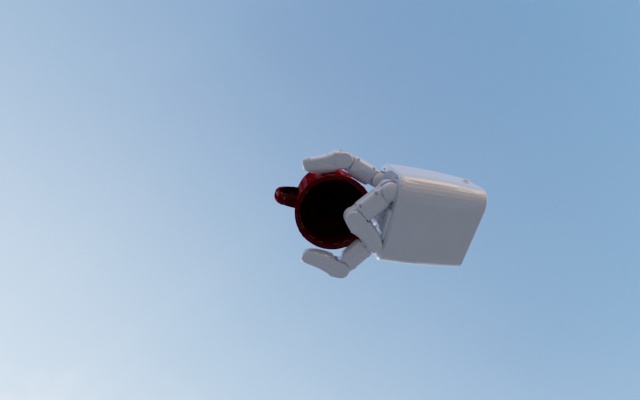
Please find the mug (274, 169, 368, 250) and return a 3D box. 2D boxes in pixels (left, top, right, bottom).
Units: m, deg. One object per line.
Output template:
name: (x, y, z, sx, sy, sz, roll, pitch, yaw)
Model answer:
mug: (-0.001, 0.002, 0.597, 0.117, 0.093, 0.081, 8, 15, -8)
